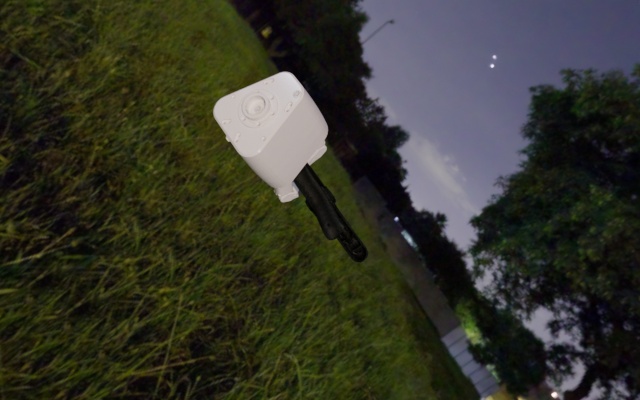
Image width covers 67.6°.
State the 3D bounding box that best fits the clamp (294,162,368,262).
[{"bbox_3d":[0.001,0.002,0.629,0.039,0.171,0.120,-36,-22,-1],"label":"clamp"}]
